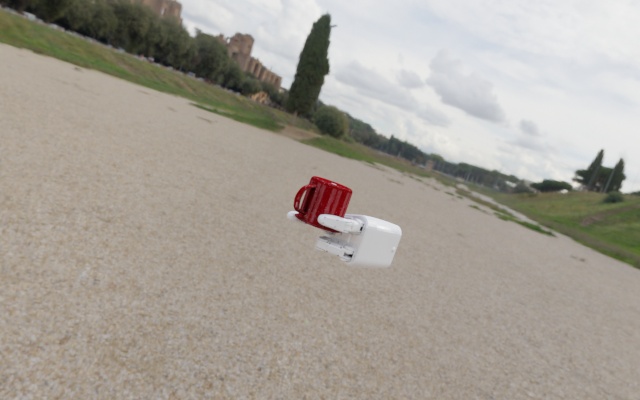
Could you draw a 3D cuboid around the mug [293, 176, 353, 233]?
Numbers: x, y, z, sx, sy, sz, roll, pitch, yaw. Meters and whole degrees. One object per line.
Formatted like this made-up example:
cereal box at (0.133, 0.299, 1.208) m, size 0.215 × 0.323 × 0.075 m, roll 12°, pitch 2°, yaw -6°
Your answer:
mug at (-0.001, 0.002, 0.871) m, size 0.117 × 0.081 × 0.093 m, roll 14°, pitch 9°, yaw -40°
